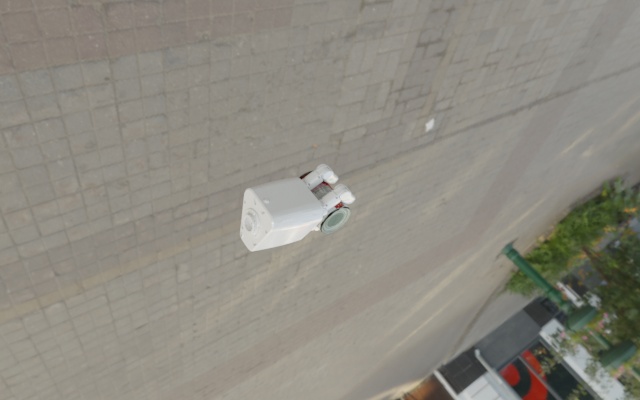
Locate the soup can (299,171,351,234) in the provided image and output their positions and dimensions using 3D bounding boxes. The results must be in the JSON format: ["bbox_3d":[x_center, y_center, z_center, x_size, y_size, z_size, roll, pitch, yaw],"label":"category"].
[{"bbox_3d":[0.001,0.003,0.883,0.068,0.068,0.102,0,42,-50],"label":"soup can"}]
